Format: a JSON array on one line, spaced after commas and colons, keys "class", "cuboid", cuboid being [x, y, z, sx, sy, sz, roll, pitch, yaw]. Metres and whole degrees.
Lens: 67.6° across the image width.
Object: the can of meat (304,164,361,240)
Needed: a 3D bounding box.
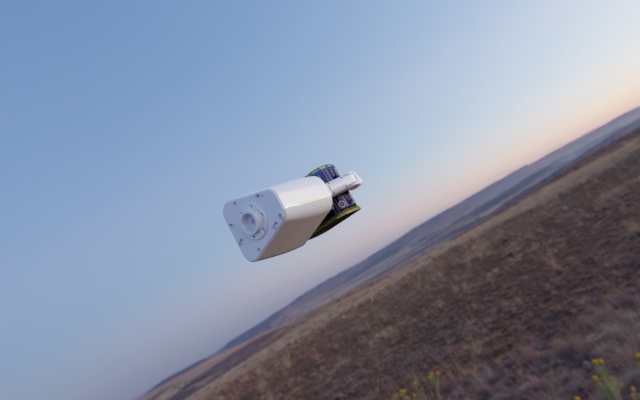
[{"class": "can of meat", "cuboid": [0.000, 0.002, 0.750, 0.102, 0.084, 0.057, -36, -11, 37]}]
